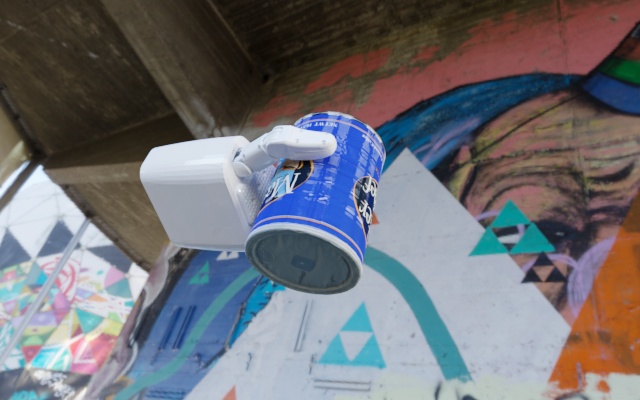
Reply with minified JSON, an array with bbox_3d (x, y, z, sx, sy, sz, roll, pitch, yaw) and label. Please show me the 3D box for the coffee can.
[{"bbox_3d":[0.000,0.002,0.447,0.103,0.140,0.103,11,-37,8],"label":"coffee can"}]
